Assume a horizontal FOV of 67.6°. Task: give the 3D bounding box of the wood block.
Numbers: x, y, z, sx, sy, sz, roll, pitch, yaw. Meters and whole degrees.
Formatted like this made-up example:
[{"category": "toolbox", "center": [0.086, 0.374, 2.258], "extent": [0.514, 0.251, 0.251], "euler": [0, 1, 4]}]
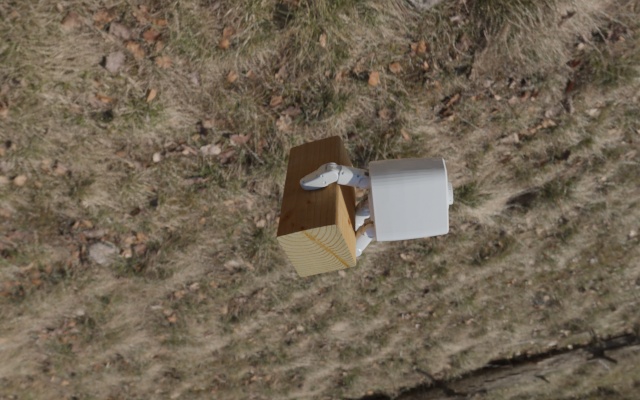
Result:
[{"category": "wood block", "center": [0.000, 0.002, 0.734], "extent": [0.090, 0.091, 0.206], "euler": [-13, 40, 15]}]
